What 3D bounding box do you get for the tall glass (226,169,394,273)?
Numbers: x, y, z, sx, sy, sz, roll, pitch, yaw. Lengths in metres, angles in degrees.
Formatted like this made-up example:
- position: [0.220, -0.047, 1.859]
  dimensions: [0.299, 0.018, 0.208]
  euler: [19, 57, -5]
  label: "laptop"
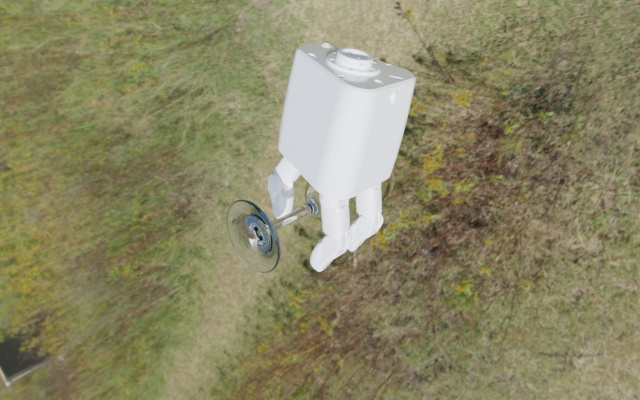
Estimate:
- position: [0.000, 0.002, 0.517]
  dimensions: [0.079, 0.079, 0.201]
  euler: [0, 19, 44]
  label: "tall glass"
